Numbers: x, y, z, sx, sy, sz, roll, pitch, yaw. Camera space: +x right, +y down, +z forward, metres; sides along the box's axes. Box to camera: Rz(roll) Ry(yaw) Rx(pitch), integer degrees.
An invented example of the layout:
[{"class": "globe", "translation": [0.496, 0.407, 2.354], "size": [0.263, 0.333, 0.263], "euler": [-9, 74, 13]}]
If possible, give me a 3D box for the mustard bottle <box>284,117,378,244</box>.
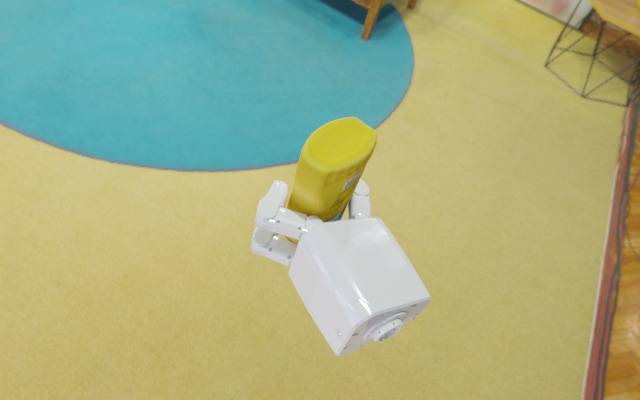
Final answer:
[{"class": "mustard bottle", "translation": [0.000, 0.001, 0.537], "size": [0.058, 0.192, 0.096], "euler": [36, 50, 15]}]
